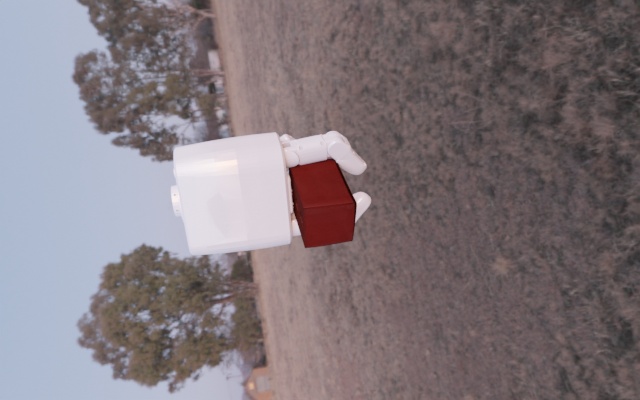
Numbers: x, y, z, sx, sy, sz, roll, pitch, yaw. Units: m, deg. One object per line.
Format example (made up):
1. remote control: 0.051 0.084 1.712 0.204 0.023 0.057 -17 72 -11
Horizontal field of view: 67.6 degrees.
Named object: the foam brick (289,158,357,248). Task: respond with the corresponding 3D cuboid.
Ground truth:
1. foam brick: 0.000 0.002 0.484 0.051 0.053 0.078 -8 40 -11
